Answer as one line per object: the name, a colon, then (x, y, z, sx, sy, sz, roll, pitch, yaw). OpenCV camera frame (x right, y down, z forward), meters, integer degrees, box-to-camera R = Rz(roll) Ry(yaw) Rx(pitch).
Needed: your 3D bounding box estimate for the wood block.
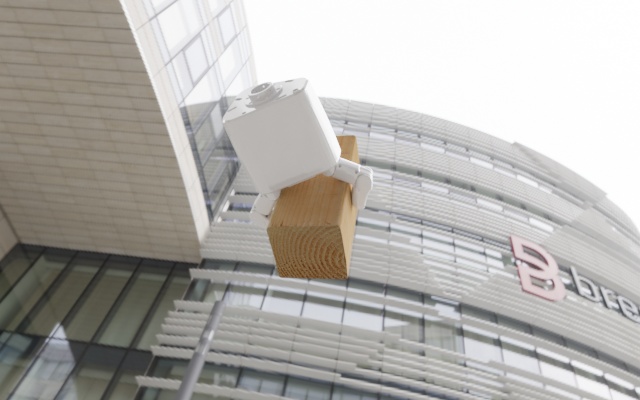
wood block: (0.000, 0.002, 0.654, 0.091, 0.090, 0.206, -1, 38, 12)
